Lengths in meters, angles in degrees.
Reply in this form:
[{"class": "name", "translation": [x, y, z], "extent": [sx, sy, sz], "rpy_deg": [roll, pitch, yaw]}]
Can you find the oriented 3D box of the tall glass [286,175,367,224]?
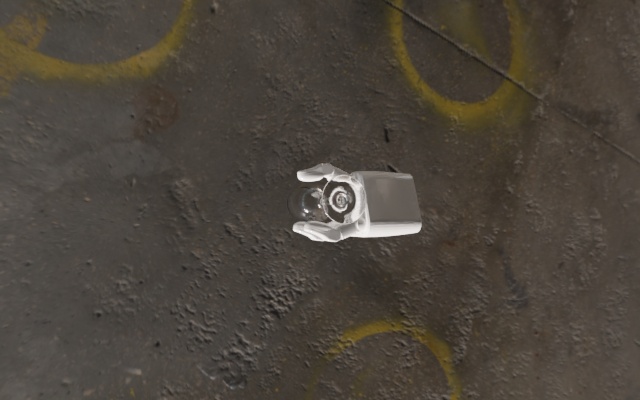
[{"class": "tall glass", "translation": [0.000, 0.003, 0.804], "extent": [0.079, 0.079, 0.201], "rpy_deg": [0, -2, -22]}]
